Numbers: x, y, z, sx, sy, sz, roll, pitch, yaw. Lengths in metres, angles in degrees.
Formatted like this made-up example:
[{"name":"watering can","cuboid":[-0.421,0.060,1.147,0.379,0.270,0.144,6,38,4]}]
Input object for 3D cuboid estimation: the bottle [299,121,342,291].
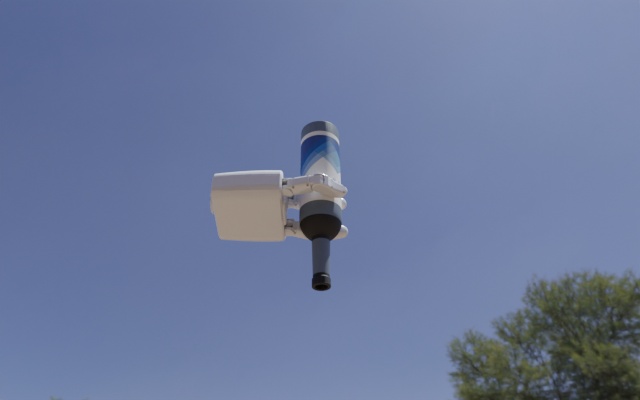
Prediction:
[{"name":"bottle","cuboid":[0.000,0.002,0.759,0.069,0.295,0.069,0,-35,0]}]
